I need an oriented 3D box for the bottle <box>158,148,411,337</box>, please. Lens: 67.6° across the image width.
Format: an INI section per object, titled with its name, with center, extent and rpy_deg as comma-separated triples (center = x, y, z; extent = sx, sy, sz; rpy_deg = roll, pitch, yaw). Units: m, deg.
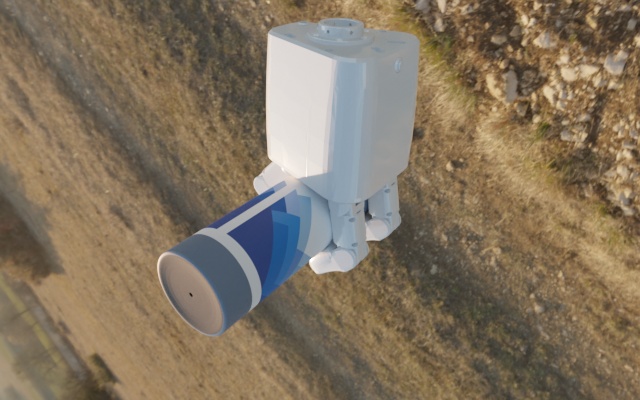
[bottle]
center = 0.000, 0.002, 0.417
extent = 0.069, 0.069, 0.295
rpy_deg = 0, 25, 40
